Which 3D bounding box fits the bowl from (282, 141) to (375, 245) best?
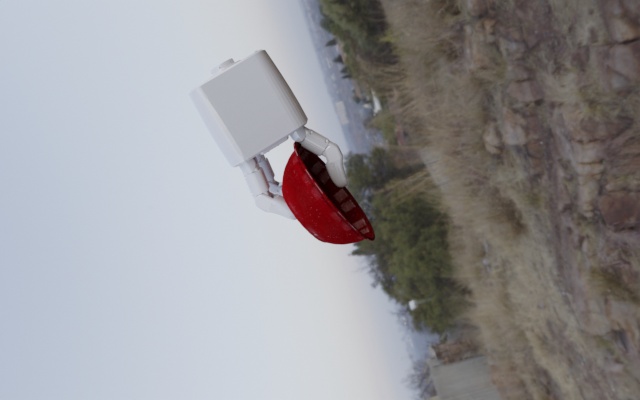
[{"bbox_3d":[0.001,0.003,0.618,0.055,0.162,0.162,-39,-10,12],"label":"bowl"}]
